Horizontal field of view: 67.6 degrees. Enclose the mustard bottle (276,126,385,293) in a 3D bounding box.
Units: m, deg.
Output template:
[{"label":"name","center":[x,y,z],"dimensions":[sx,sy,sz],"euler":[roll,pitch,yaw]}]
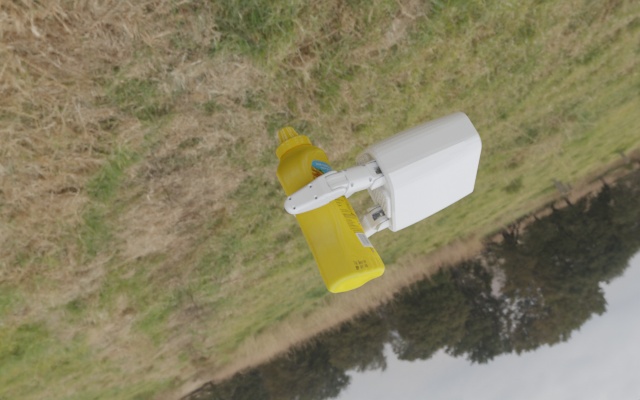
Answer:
[{"label":"mustard bottle","center":[0.000,0.002,0.516],"dimensions":[0.058,0.191,0.096],"euler":[-32,-18,18]}]
